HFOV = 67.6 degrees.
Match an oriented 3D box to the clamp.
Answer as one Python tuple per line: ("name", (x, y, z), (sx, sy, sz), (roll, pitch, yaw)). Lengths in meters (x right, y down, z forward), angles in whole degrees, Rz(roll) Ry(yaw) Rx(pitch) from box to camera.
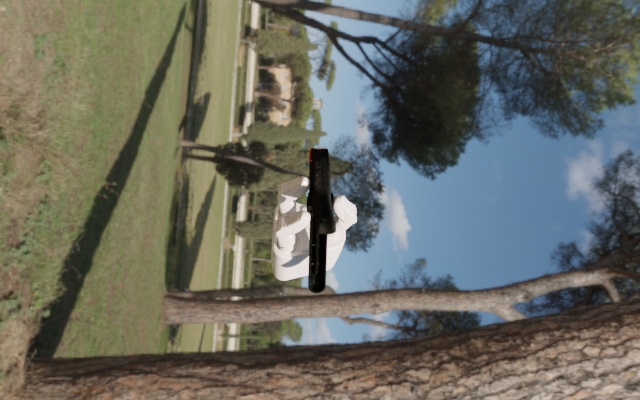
("clamp", (0.001, 0.002, 0.658), (0.036, 0.209, 0.165), (3, -30, -5))
